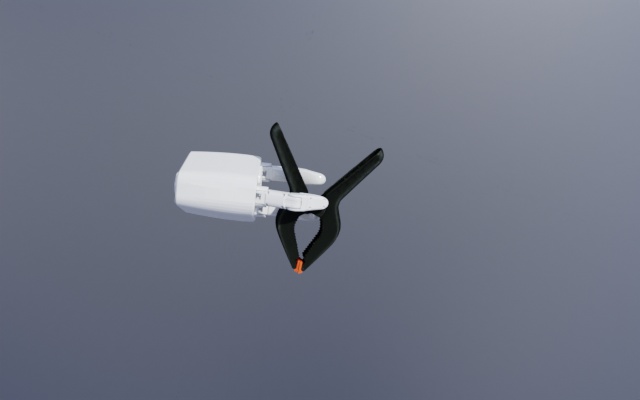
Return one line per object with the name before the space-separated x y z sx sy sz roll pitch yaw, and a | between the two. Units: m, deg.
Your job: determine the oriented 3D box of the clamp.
clamp | 0.000 0.003 0.685 0.164 0.210 0.036 6 9 -7
